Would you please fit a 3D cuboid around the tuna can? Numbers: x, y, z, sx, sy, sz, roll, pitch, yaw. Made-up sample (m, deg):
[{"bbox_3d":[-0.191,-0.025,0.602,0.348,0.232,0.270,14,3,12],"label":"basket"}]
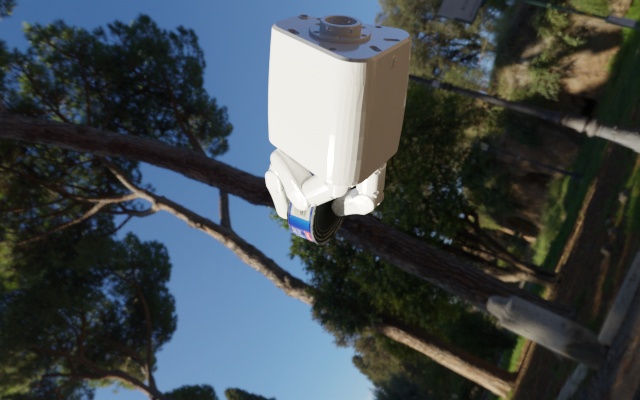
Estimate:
[{"bbox_3d":[0.000,0.002,0.510,0.033,0.086,0.086,19,8,24],"label":"tuna can"}]
